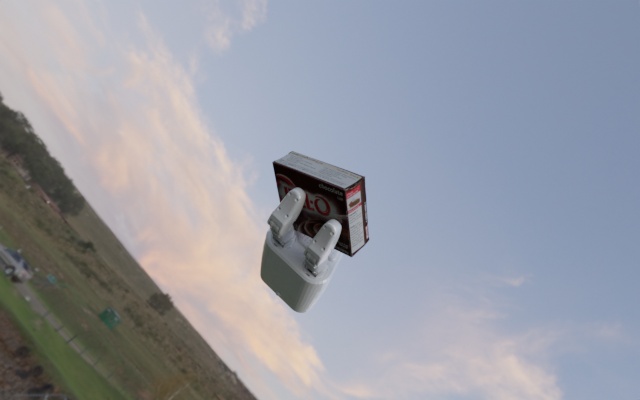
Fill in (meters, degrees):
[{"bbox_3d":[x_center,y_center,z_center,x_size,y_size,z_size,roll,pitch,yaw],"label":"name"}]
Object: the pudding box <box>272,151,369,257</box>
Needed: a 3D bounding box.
[{"bbox_3d":[0.000,0.002,0.543,0.113,0.090,0.039,21,44,36],"label":"pudding box"}]
